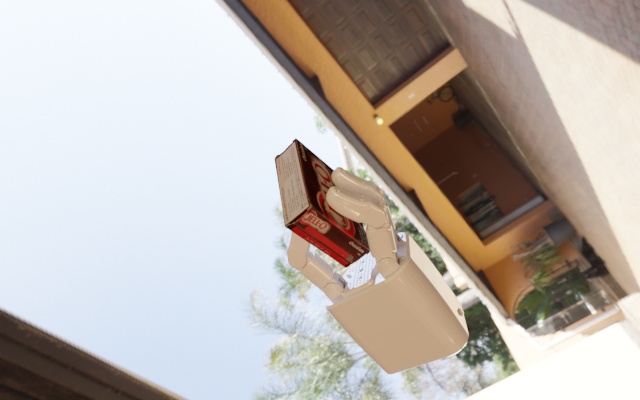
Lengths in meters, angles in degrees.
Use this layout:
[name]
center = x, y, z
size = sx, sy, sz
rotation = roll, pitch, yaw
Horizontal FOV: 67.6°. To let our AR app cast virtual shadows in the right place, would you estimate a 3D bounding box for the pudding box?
[pudding box]
center = 0.000, 0.002, 0.483
size = 0.039, 0.113, 0.090
rotation = -39, -53, 17
